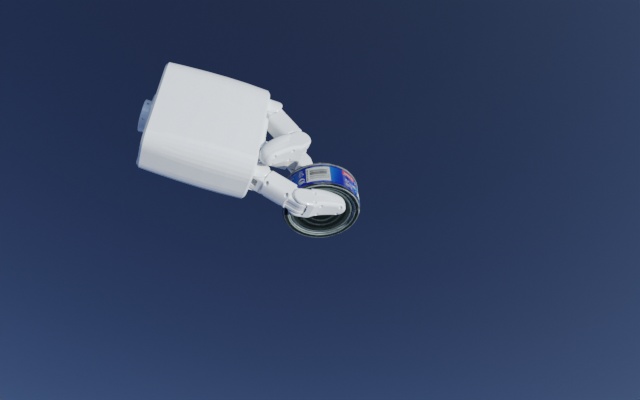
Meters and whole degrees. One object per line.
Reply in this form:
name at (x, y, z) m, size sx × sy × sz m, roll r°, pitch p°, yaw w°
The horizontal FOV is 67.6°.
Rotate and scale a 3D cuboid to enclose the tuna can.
tuna can at (0.000, 0.002, 0.524) m, size 0.086 × 0.086 × 0.033 m, roll -3°, pitch 45°, yaw -3°
